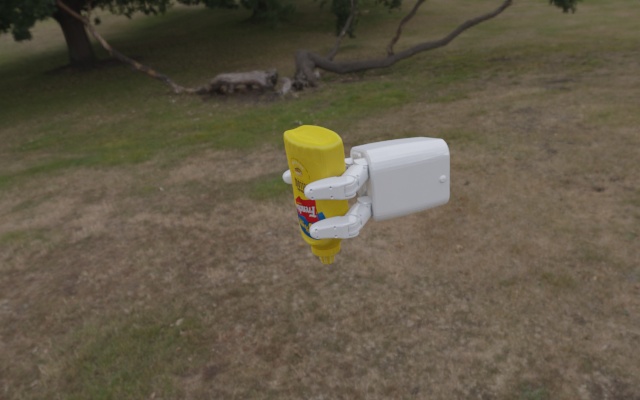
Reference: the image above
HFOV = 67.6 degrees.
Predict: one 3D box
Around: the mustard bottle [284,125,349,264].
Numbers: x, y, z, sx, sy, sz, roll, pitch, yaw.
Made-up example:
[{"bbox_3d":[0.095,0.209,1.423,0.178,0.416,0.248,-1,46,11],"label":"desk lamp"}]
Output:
[{"bbox_3d":[0.000,0.002,0.635,0.058,0.192,0.096,-24,32,-28],"label":"mustard bottle"}]
